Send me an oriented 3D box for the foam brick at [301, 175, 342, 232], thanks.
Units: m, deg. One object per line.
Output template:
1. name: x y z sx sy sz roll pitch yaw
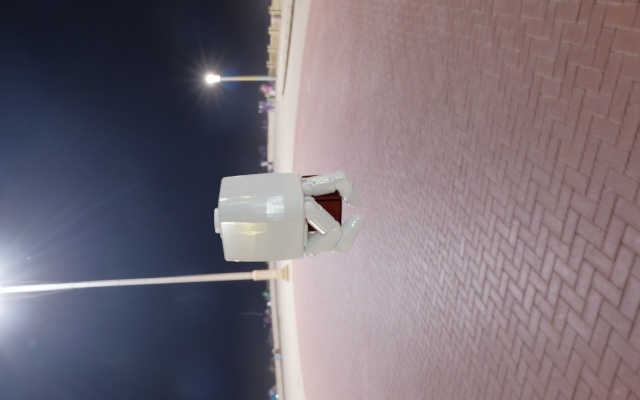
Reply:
1. foam brick: 0.000 0.002 0.686 0.051 0.053 0.078 -3 29 -6
